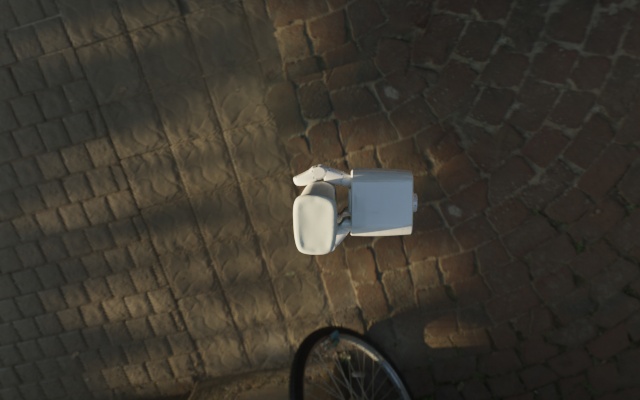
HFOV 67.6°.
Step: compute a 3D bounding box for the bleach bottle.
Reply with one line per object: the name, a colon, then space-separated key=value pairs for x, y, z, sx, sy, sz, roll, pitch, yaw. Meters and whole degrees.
bleach bottle: x=0.000 y=0.003 z=0.848 sx=0.068 sy=0.102 sz=0.250 roll=1 pitch=18 yaw=4
